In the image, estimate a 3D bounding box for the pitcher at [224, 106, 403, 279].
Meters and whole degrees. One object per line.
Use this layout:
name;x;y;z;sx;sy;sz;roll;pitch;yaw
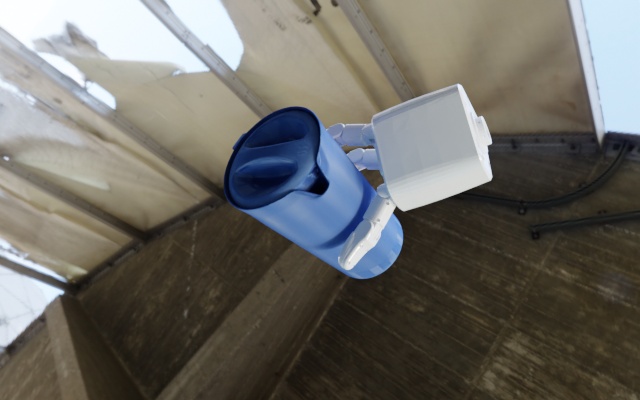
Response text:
pitcher;0.000;0.002;0.603;0.145;0.149;0.243;-22;-40;24
